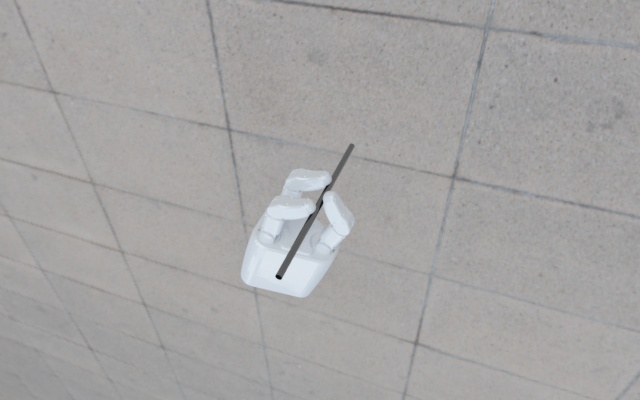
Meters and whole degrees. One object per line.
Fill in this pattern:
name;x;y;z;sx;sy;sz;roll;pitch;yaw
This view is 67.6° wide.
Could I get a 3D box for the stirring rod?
stirring rod;0.000;0.002;0.567;0.011;0.011;0.239;0;39;27
